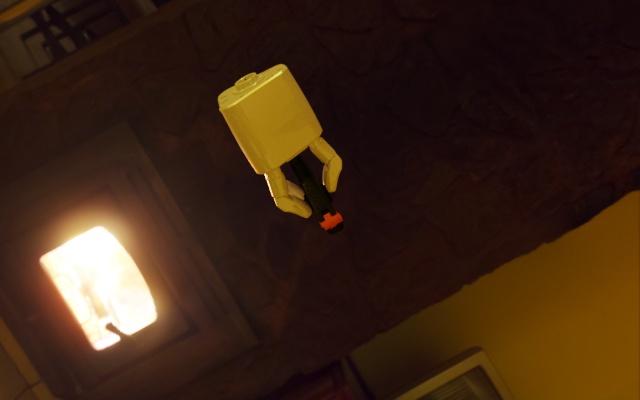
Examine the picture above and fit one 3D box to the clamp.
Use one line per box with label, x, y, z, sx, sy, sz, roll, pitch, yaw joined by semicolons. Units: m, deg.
clamp;0.001;0.002;0.724;0.036;0.165;0.210;-31;29;0
